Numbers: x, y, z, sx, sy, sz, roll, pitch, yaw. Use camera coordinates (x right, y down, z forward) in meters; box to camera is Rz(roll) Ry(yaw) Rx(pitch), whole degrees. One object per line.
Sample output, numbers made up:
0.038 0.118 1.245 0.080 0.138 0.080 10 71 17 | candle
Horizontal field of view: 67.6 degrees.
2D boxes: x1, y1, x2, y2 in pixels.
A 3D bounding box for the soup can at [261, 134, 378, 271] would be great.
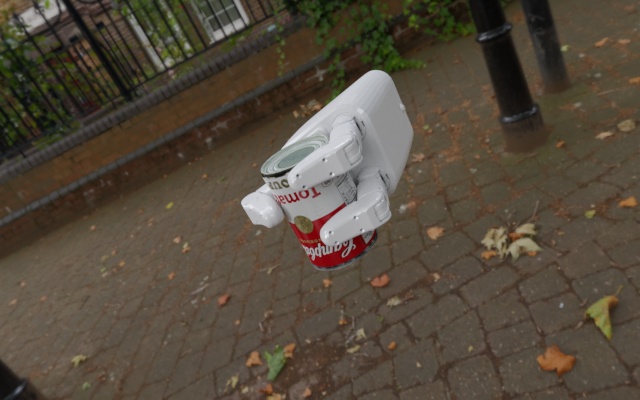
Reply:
0.000 0.001 0.422 0.068 0.102 0.068 -24 23 11 | soup can
